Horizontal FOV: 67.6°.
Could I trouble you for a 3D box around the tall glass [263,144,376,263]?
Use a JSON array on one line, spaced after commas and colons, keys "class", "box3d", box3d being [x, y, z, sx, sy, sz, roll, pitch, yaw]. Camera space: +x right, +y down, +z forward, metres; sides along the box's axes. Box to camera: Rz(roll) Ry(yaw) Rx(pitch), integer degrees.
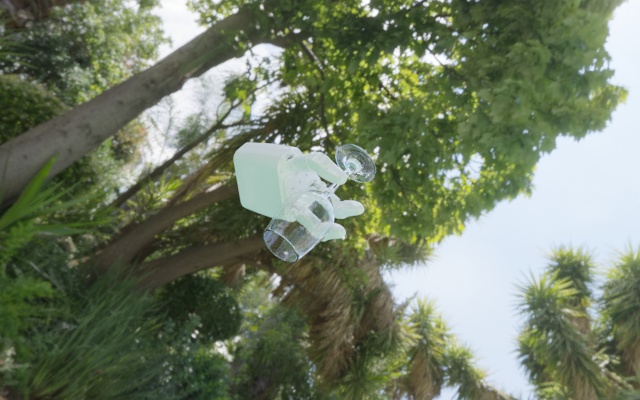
[{"class": "tall glass", "box3d": [0.001, 0.002, 0.707, 0.079, 0.079, 0.201, 0, 38, 45]}]
